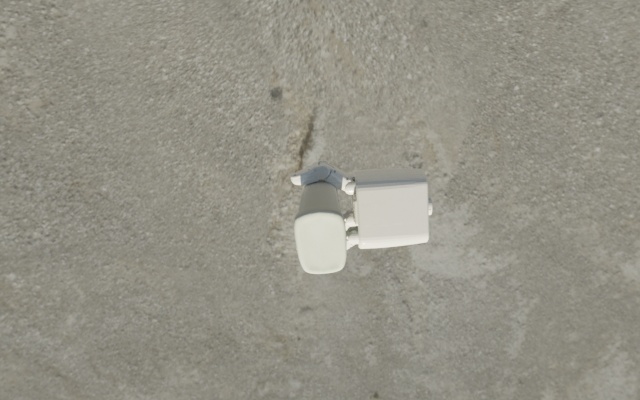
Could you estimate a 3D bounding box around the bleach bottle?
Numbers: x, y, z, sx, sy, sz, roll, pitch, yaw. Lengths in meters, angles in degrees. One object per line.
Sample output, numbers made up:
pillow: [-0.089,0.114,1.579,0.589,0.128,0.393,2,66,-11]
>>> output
bleach bottle: [0.000,0.003,0.736,0.068,0.103,0.250,-5,27,2]
